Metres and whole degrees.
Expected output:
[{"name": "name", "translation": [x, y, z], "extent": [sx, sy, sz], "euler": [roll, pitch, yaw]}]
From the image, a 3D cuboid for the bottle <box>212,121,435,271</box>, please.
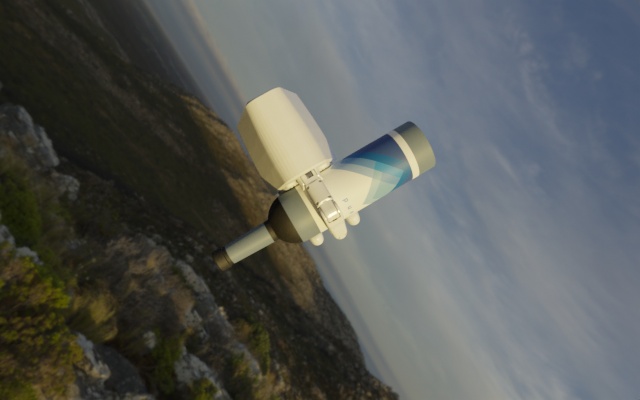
[{"name": "bottle", "translation": [0.000, 0.002, 0.597], "extent": [0.295, 0.069, 0.069], "euler": [-30, 2, -3]}]
